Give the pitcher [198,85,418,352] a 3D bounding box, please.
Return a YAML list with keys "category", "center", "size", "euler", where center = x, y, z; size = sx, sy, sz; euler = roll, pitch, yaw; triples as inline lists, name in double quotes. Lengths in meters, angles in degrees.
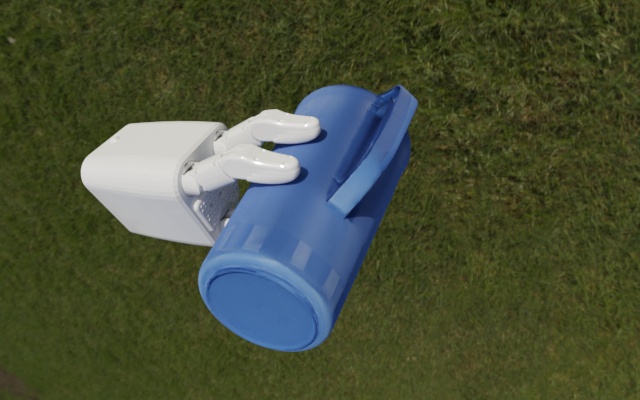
- category: "pitcher"
  center: [0.000, 0.001, 0.425]
  size: [0.145, 0.149, 0.242]
  euler: [7, 41, 18]
